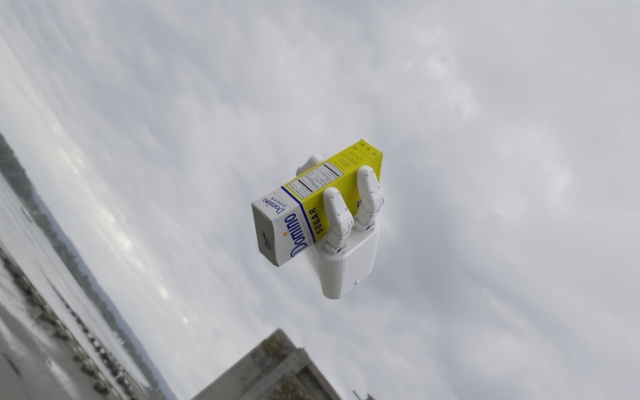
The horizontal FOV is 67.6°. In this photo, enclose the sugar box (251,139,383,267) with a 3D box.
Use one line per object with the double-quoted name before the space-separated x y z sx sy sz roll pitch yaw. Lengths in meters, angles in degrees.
"sugar box" 0.001 0.002 0.598 0.176 0.093 0.048 -35 56 -27
